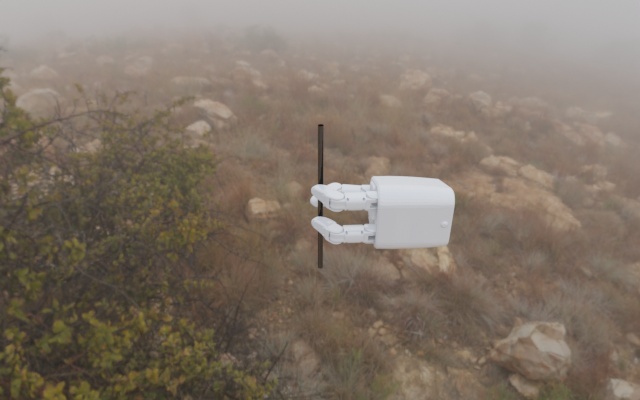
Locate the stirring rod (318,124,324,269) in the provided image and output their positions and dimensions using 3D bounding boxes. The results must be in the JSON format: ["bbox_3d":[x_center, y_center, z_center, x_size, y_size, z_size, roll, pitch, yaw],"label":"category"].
[{"bbox_3d":[0.000,0.002,0.709,0.011,0.240,0.011,0,30,0],"label":"stirring rod"}]
